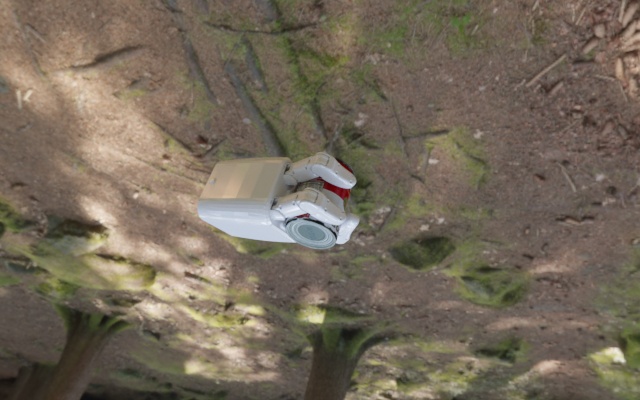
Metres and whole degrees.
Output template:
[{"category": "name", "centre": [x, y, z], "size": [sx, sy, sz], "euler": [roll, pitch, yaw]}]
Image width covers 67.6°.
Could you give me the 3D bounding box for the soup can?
[{"category": "soup can", "centre": [0.001, 0.002, 0.611], "size": [0.068, 0.102, 0.069], "euler": [12, -34, 8]}]
